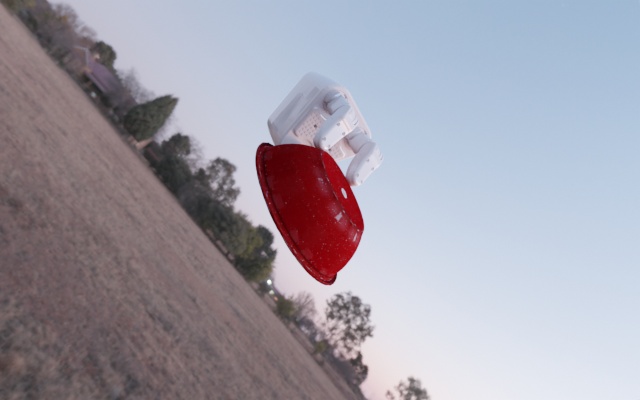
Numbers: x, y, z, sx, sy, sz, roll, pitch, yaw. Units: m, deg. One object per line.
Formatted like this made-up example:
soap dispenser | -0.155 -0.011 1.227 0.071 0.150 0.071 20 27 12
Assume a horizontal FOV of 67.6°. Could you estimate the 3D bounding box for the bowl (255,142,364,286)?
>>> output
bowl | 0.001 0.002 0.486 0.055 0.162 0.162 -26 -7 14
